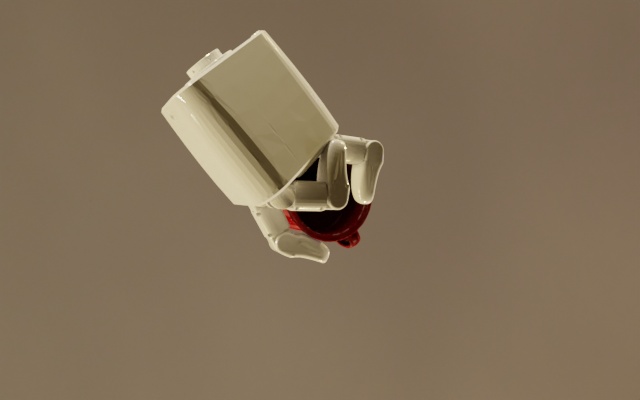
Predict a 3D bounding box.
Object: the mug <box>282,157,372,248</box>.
[{"bbox_3d":[0.001,0.003,0.498,0.093,0.117,0.081,-44,19,-19],"label":"mug"}]
